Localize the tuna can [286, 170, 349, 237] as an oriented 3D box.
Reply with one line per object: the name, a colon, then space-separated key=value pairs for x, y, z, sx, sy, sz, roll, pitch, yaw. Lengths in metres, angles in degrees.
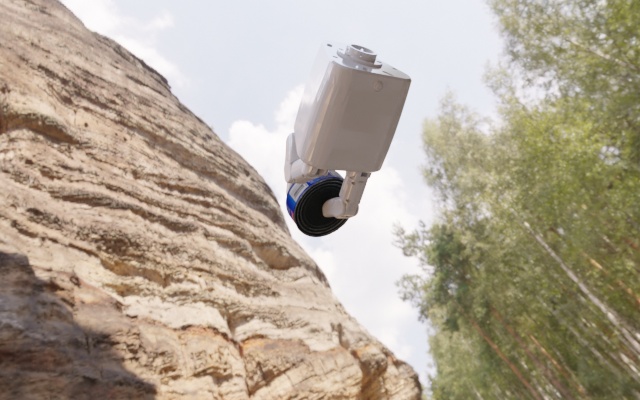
tuna can: x=0.000 y=0.002 z=0.603 sx=0.086 sy=0.086 sz=0.033 roll=0 pitch=31 yaw=-31
